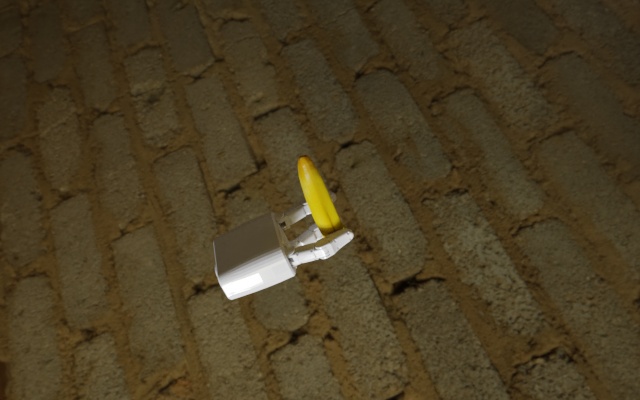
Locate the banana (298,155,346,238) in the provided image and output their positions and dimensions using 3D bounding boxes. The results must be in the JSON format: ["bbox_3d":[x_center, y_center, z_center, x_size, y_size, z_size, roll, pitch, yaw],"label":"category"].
[{"bbox_3d":[0.006,0.017,0.717,0.037,0.069,0.198,-24,-41,2],"label":"banana"}]
